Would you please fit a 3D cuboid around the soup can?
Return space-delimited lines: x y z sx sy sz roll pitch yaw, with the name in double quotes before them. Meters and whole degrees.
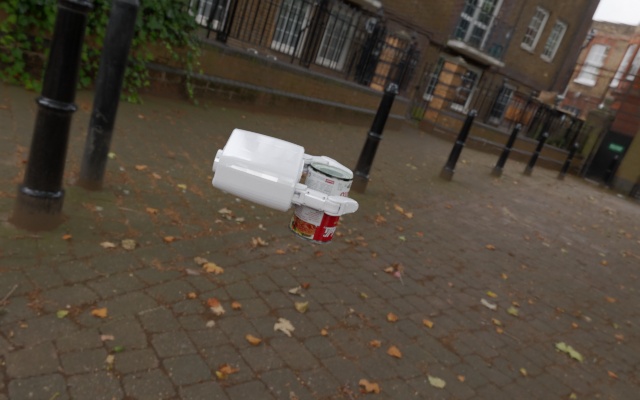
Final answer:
"soup can" 0.001 0.002 0.694 0.068 0.102 0.068 17 16 -5
